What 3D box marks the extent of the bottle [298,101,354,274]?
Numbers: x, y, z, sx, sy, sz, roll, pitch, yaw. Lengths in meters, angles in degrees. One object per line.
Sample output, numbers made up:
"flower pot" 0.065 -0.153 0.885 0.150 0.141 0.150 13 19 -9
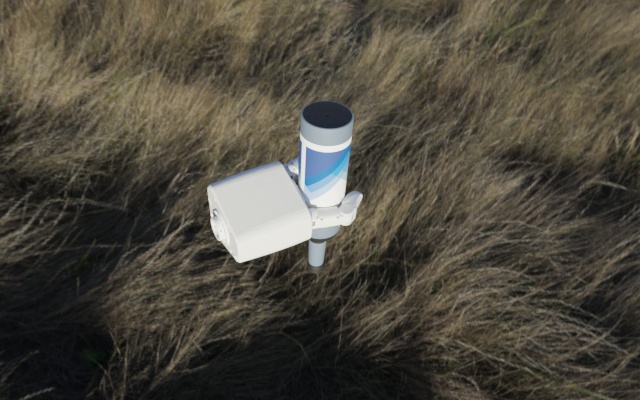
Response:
"bottle" 0.000 0.002 0.690 0.069 0.296 0.069 2 42 -2
